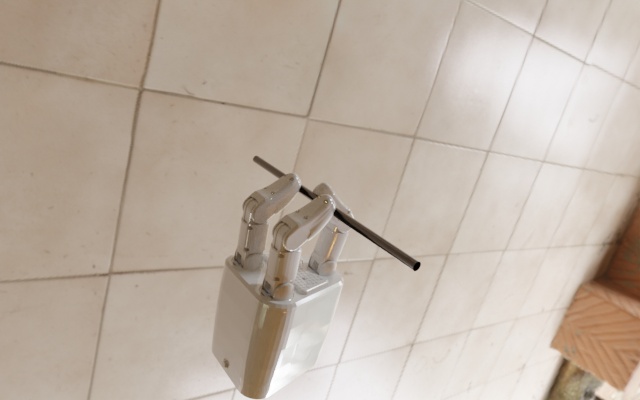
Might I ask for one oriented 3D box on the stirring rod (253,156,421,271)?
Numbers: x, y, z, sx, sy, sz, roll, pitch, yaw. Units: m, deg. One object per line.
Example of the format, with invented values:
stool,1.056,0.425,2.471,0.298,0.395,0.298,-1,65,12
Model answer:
stirring rod,0.000,0.001,0.432,0.011,0.011,0.239,0,23,-39
